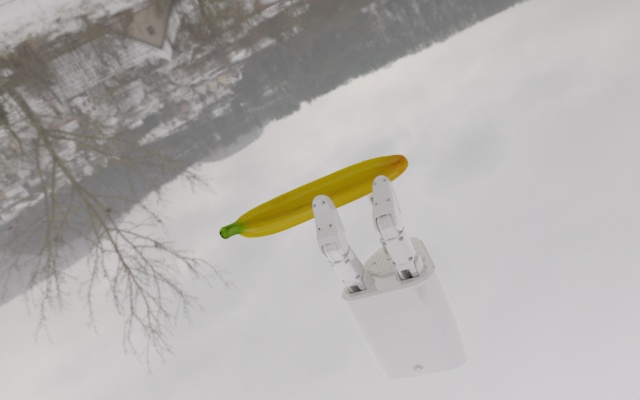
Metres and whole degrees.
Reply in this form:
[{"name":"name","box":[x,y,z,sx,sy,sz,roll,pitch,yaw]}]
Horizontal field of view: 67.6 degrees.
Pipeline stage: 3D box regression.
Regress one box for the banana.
[{"name":"banana","box":[-0.004,0.000,0.496,0.198,0.037,0.069,-24,10,0]}]
